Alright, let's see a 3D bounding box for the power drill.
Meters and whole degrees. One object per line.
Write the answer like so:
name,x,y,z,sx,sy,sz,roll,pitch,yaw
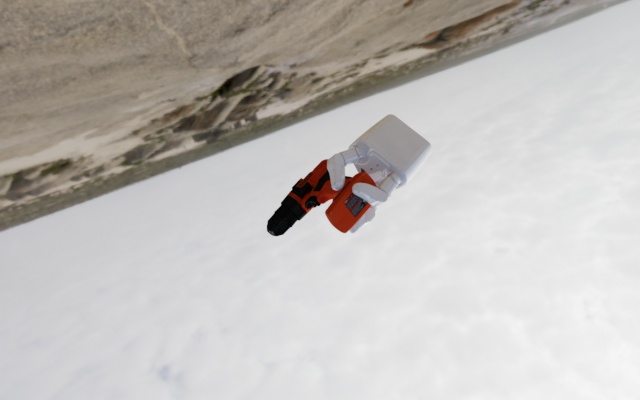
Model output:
power drill,0.001,0.003,0.839,0.057,0.184,0.187,49,-17,-28
